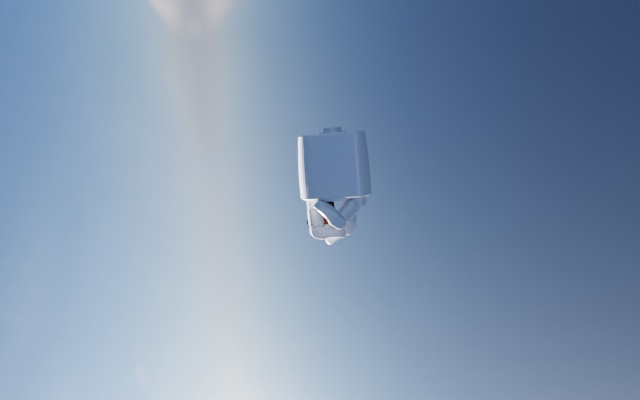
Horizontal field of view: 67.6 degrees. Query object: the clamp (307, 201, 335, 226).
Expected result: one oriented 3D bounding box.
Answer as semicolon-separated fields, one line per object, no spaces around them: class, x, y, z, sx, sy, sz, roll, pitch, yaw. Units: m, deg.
clamp;0.000;0.003;0.882;0.039;0.120;0.171;-6;7;-13
